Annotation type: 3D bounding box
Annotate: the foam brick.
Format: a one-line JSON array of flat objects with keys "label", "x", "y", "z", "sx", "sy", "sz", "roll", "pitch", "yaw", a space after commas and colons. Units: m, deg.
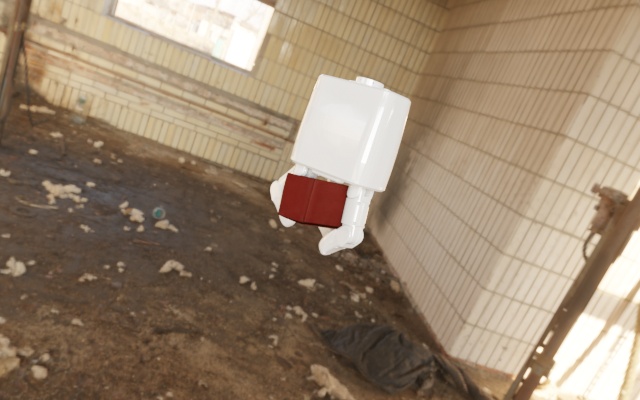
[{"label": "foam brick", "x": 0.000, "y": 0.002, "z": 0.545, "sx": 0.078, "sy": 0.051, "sz": 0.053, "roll": 10, "pitch": 4, "yaw": -40}]
